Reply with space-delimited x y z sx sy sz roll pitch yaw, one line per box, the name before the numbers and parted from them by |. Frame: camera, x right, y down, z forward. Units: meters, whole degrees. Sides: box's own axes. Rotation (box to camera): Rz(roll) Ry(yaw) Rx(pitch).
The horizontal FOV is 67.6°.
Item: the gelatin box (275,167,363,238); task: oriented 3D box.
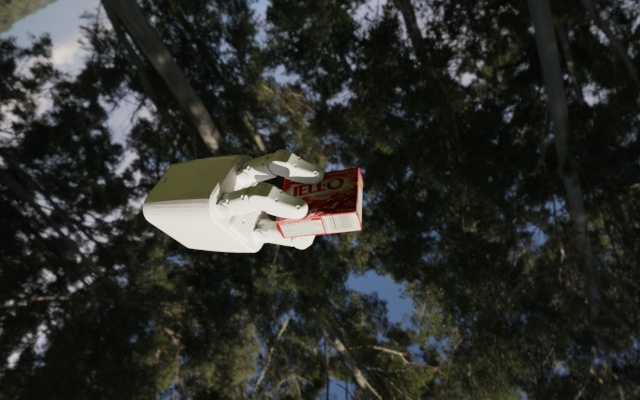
gelatin box | 0.001 0.002 0.519 0.089 0.030 0.073 -7 41 13
